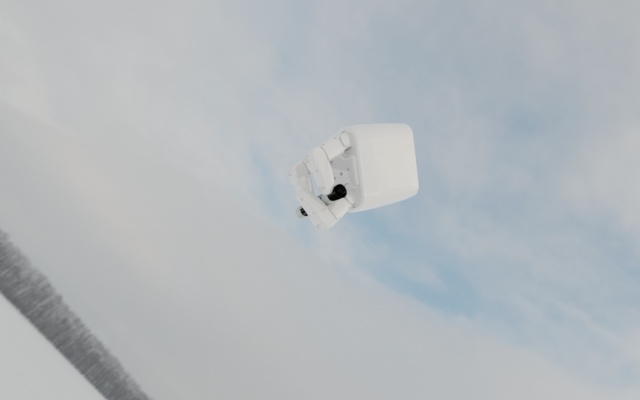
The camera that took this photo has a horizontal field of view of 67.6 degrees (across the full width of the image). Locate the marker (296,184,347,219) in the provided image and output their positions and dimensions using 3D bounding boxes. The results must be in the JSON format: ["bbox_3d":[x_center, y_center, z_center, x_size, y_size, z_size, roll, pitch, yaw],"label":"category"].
[{"bbox_3d":[0.000,0.002,0.644,0.020,0.020,0.121,0,-15,-29],"label":"marker"}]
